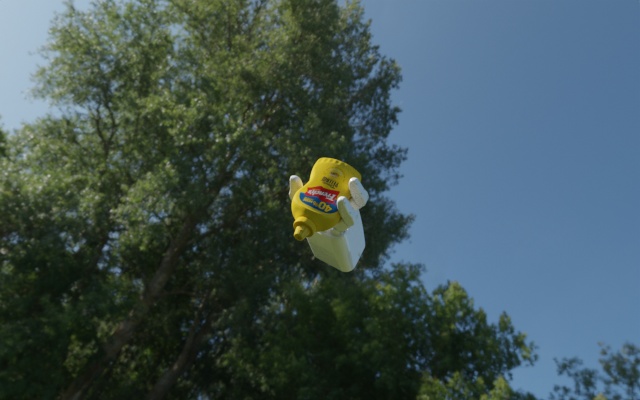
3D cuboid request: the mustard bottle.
[{"bbox_3d":[0.000,0.003,0.900,0.096,0.191,0.058,25,-39,8],"label":"mustard bottle"}]
